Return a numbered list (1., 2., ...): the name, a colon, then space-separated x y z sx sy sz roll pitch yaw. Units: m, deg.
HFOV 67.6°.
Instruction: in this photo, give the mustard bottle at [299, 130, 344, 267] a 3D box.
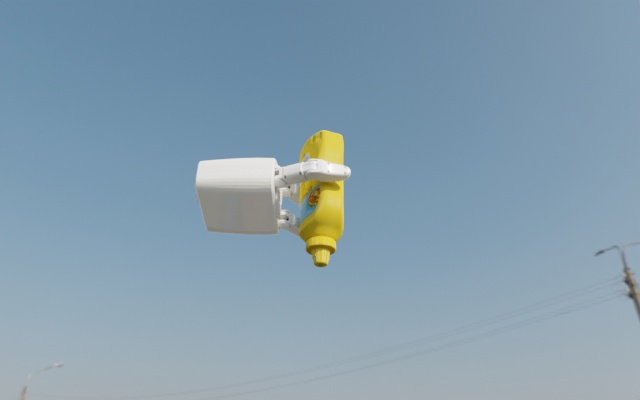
1. mustard bottle: 0.000 0.002 0.677 0.058 0.191 0.096 13 -32 -20
